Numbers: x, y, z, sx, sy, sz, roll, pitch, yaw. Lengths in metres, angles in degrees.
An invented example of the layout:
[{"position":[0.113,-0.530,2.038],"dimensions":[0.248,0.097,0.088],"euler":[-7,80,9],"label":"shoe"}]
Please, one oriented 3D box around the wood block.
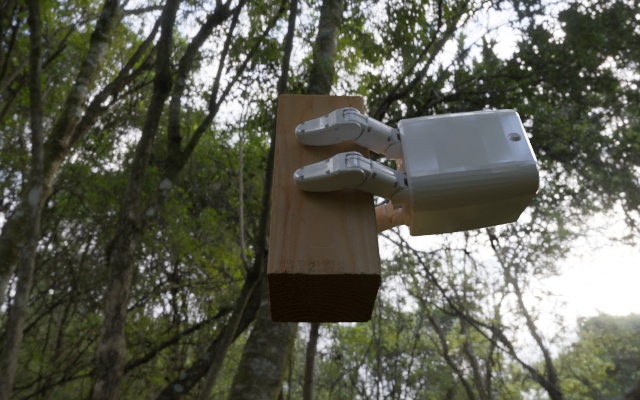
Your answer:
[{"position":[0.000,0.002,0.454],"dimensions":[0.090,0.206,0.091],"euler":[1,-38,-2],"label":"wood block"}]
